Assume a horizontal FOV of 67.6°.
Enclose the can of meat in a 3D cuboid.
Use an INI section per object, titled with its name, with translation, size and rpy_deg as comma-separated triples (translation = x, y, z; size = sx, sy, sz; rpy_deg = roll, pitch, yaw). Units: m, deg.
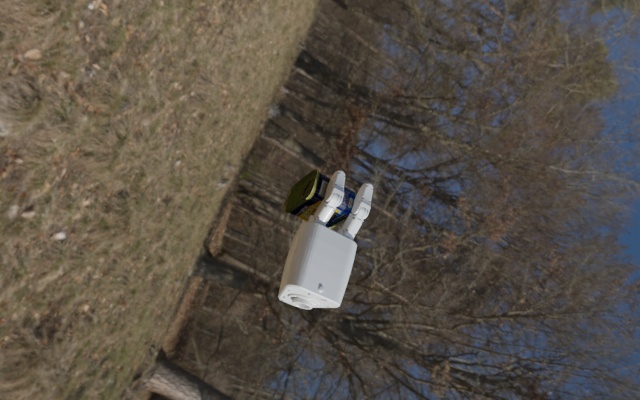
[can of meat]
translation = 0.000, 0.003, 0.795
size = 0.084, 0.057, 0.102
rpy_deg = 28, -32, -21
